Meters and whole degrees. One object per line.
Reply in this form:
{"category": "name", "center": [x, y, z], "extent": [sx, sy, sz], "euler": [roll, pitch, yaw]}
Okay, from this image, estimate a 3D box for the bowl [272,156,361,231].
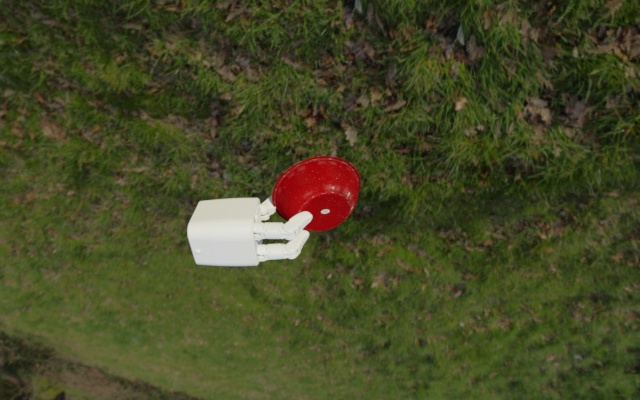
{"category": "bowl", "center": [0.001, 0.003, 0.821], "extent": [0.162, 0.162, 0.055], "euler": [0, 42, -20]}
